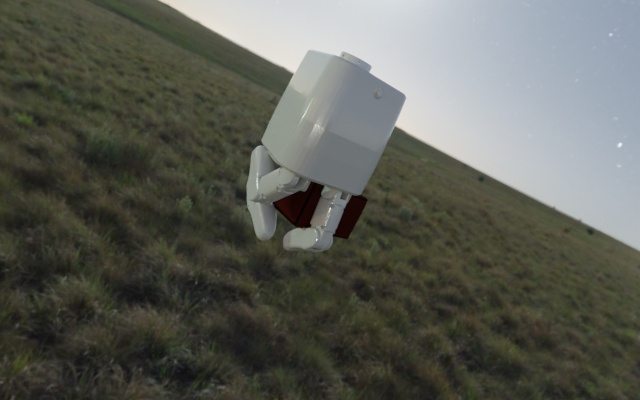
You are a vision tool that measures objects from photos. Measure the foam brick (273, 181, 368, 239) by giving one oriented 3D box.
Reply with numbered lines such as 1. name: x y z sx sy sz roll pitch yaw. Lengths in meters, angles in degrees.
1. foam brick: 0.000 0.002 0.506 0.078 0.051 0.053 17 14 -41
